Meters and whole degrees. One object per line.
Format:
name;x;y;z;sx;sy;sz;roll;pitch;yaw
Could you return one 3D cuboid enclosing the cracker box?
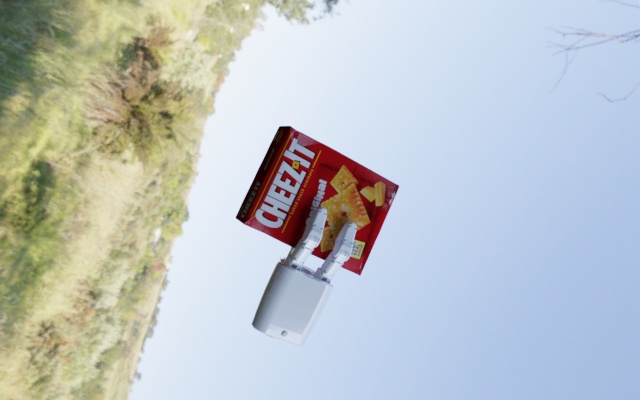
cracker box;0.000;0.003;0.757;0.214;0.164;0.072;26;-4;-22
